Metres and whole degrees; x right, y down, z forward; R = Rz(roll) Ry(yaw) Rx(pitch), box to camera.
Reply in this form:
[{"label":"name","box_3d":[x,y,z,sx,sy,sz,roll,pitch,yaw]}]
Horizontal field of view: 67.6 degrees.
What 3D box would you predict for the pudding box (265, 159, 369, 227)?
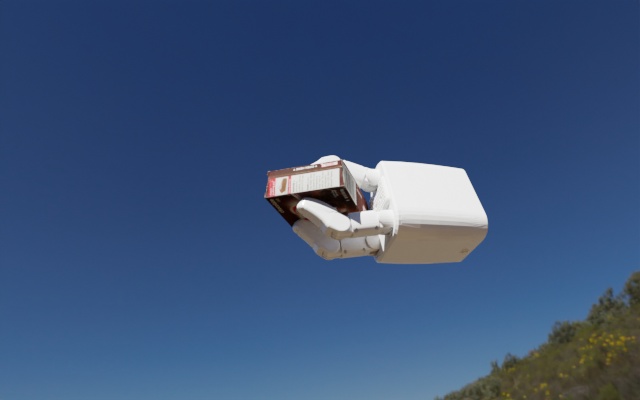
[{"label":"pudding box","box_3d":[0.000,0.002,0.546,0.090,0.039,0.113,-9,-31,17]}]
